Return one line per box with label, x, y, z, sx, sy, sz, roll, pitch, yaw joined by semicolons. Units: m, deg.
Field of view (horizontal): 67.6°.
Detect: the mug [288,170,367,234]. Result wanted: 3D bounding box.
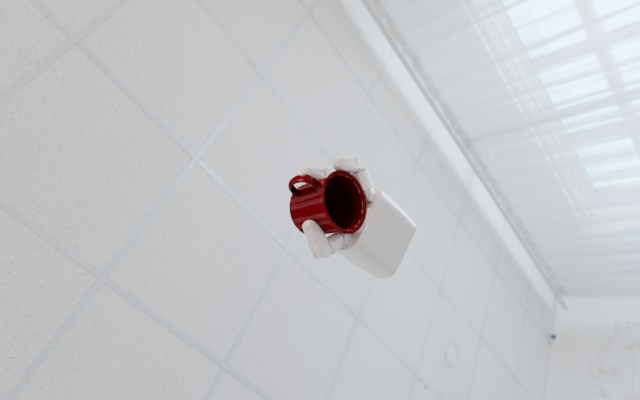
mug;-0.001;0.002;0.704;0.081;0.093;0.117;-14;-42;45
